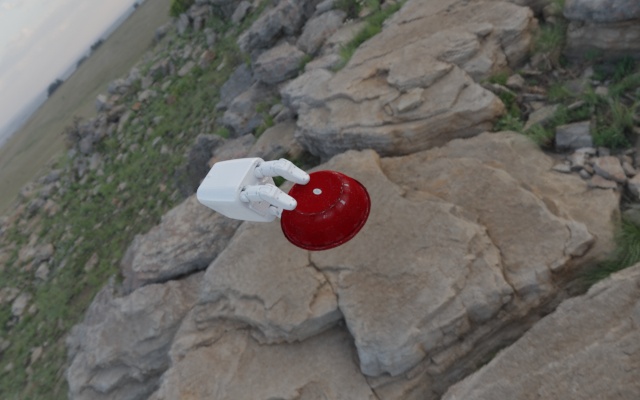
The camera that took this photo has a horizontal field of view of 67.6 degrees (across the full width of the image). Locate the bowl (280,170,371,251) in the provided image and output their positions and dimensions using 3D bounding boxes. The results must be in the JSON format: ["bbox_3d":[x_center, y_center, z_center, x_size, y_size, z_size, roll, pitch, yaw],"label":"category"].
[{"bbox_3d":[0.001,0.002,0.798,0.162,0.162,0.055,0,-38,21],"label":"bowl"}]
